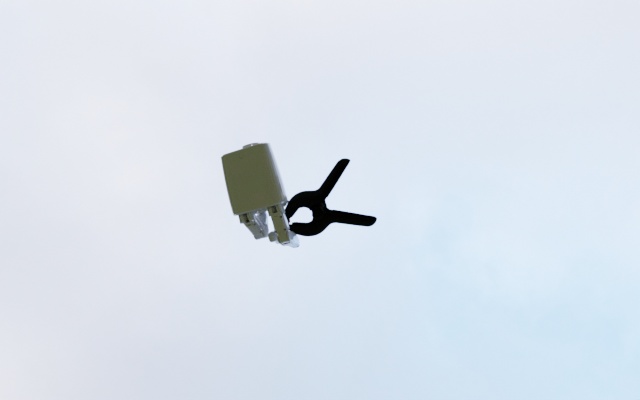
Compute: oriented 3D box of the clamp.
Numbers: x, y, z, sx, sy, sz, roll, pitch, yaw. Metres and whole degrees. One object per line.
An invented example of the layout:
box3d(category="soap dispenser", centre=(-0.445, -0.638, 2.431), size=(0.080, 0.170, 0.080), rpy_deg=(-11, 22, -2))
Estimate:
box3d(category="clamp", centre=(0.000, 0.003, 0.810), size=(0.171, 0.120, 0.039), rpy_deg=(-15, 0, 15))
